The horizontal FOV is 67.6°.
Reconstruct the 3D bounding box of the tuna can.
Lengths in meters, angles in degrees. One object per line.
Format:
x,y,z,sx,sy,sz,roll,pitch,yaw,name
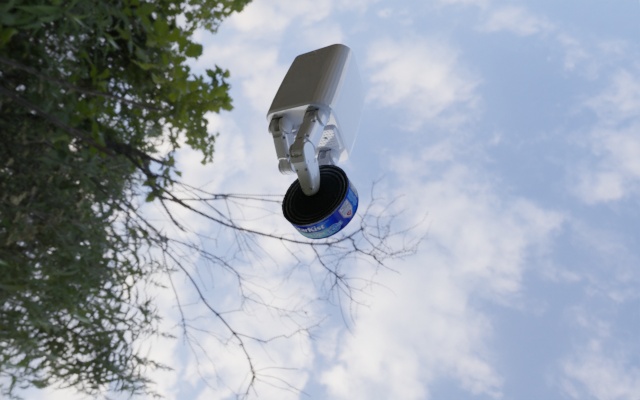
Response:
0.000,0.002,0.550,0.086,0.086,0.034,0,-36,36,tuna can
